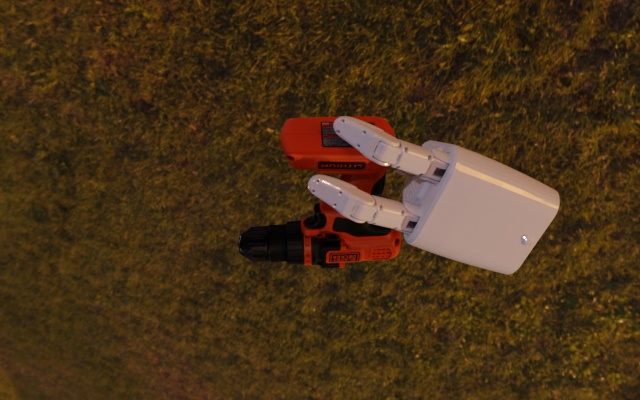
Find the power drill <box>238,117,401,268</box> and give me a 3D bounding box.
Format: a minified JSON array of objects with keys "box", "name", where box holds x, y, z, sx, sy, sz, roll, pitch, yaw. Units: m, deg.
[{"box":[0.000,0.001,0.494,0.184,0.057,0.188,-3,-40,-4],"name":"power drill"}]
